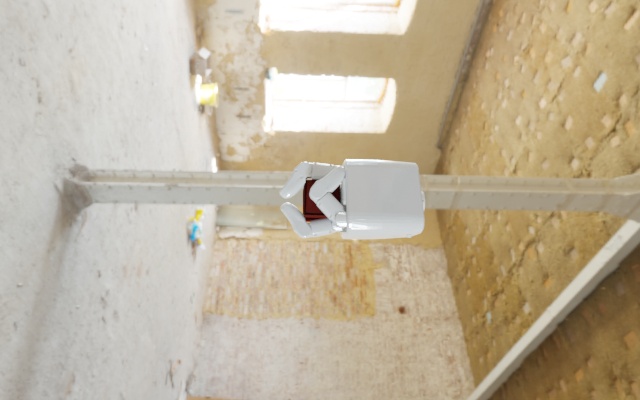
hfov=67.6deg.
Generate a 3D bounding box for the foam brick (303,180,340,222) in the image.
[{"bbox_3d":[0.000,0.002,0.710,0.051,0.053,0.078,1,-9,-4],"label":"foam brick"}]
